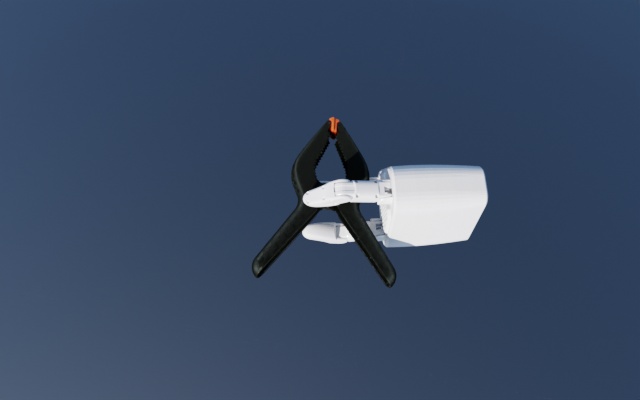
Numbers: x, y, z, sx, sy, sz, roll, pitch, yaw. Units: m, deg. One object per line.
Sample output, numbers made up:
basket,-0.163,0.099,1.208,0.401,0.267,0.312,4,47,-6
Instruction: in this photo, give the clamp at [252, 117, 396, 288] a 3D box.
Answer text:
clamp,0.000,0.001,0.569,0.164,0.210,0.036,-2,-17,-5
